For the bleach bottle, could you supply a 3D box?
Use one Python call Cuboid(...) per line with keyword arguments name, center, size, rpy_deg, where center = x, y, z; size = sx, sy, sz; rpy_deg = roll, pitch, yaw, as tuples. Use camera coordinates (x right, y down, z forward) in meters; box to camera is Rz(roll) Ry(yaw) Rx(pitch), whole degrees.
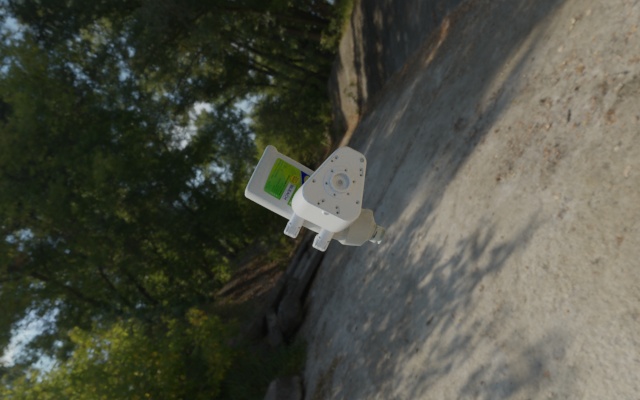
Cuboid(name="bleach bottle", center=(0.000, 0.003, 0.840), size=(0.251, 0.102, 0.068), rpy_deg=(26, -14, -4))
